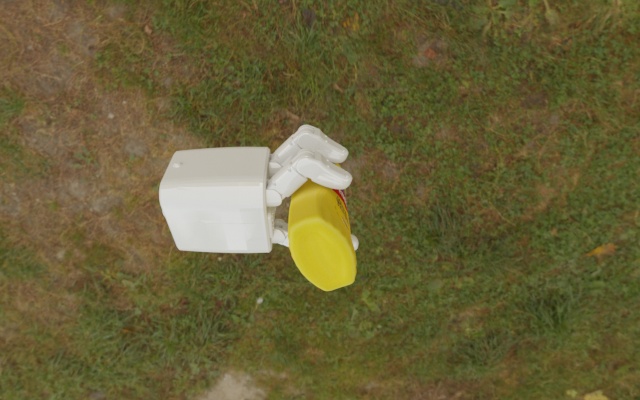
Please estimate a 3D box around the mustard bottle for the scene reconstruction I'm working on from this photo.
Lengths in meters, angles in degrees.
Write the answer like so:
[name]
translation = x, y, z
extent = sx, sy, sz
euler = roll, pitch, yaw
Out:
[mustard bottle]
translation = 0.000, 0.002, 0.531
extent = 0.058, 0.096, 0.191
euler = -21, 32, 12
